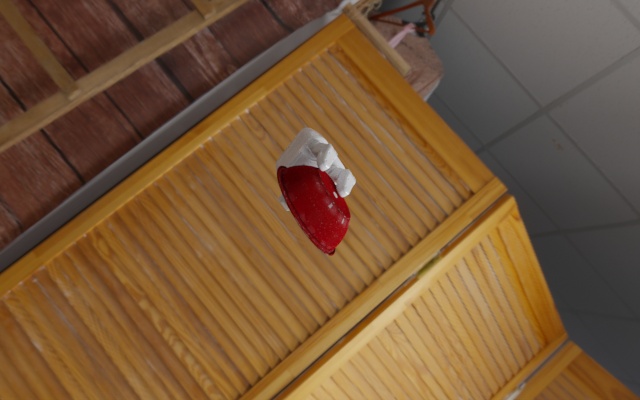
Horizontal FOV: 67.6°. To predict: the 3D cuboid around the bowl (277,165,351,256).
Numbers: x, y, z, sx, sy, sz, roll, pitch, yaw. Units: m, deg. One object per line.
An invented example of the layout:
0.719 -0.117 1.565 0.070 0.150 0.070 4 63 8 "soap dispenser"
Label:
0.001 0.003 0.740 0.055 0.162 0.162 -31 -8 13 "bowl"
